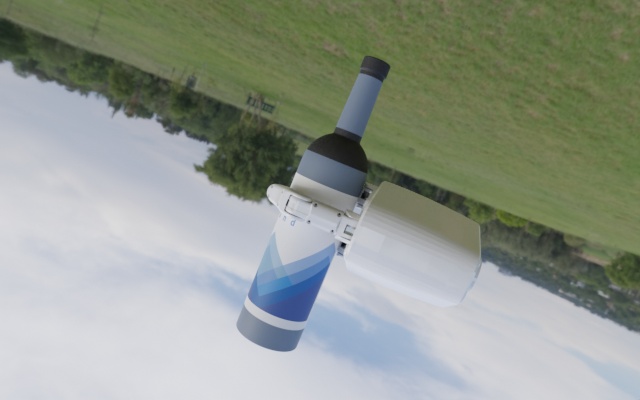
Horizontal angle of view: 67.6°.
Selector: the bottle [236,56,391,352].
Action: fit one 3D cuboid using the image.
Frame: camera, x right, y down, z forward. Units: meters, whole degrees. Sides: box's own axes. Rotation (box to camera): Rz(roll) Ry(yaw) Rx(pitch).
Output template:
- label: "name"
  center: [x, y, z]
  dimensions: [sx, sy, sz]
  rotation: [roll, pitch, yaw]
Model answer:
- label: "bottle"
  center: [0.000, 0.002, 0.474]
  dimensions: [0.069, 0.296, 0.069]
  rotation: [22, 5, -2]
